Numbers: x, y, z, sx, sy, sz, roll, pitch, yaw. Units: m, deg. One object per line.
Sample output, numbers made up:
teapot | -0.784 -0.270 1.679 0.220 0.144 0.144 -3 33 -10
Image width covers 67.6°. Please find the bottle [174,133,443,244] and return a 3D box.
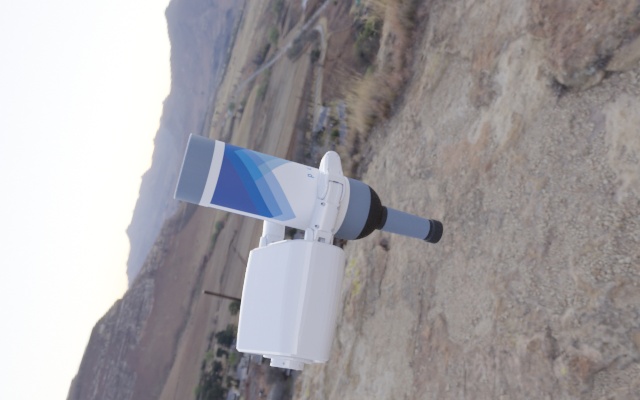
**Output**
bottle | 0.000 0.002 0.512 0.296 0.069 0.069 15 -5 -18
